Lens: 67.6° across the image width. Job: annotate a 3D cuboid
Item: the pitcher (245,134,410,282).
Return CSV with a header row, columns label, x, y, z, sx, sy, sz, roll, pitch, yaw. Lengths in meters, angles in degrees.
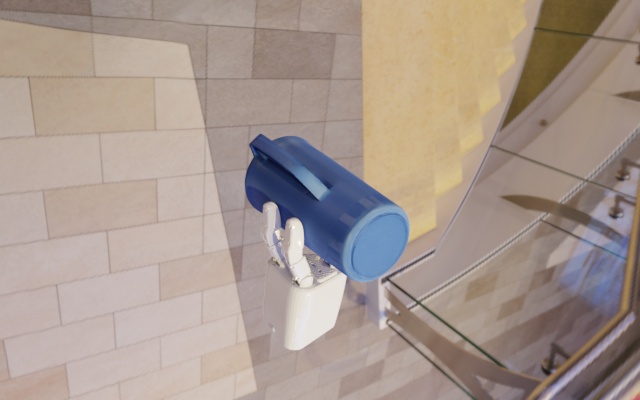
label,x,y,z,sx,sy,sz,roll,pitch,yaw
pitcher,0.000,0.002,0.657,0.149,0.145,0.242,-5,26,-36
